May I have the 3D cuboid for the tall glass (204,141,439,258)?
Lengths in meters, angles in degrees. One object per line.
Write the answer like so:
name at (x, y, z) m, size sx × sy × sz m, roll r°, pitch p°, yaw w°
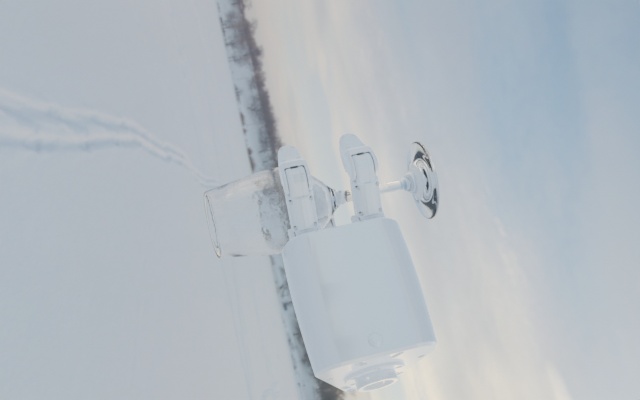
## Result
tall glass at (0.001, 0.001, 0.437) m, size 0.201 × 0.079 × 0.079 m, roll -12°, pitch 1°, yaw -7°
